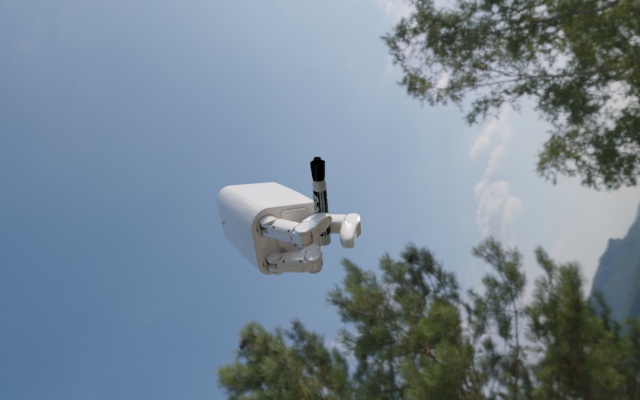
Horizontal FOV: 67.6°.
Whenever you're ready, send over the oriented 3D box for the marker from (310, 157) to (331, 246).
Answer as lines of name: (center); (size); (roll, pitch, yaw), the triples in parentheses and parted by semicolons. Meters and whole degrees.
marker: (0.000, 0.002, 0.600); (0.020, 0.121, 0.020); (-4, 28, 2)
